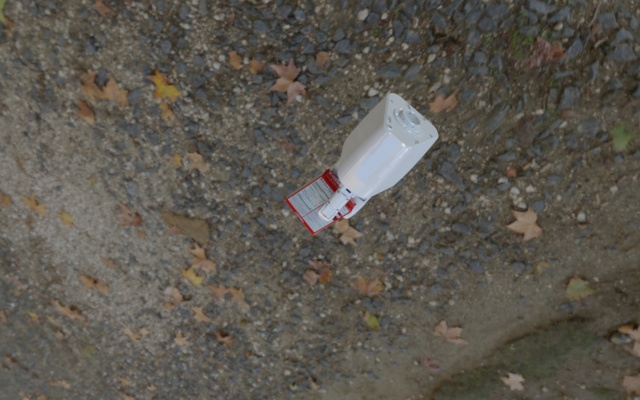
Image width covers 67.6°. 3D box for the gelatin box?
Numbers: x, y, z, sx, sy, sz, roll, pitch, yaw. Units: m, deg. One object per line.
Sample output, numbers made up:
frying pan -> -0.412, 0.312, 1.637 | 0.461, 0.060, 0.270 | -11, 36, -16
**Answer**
gelatin box -> 0.000, 0.003, 0.745 | 0.089, 0.073, 0.030 | -33, 11, 34
